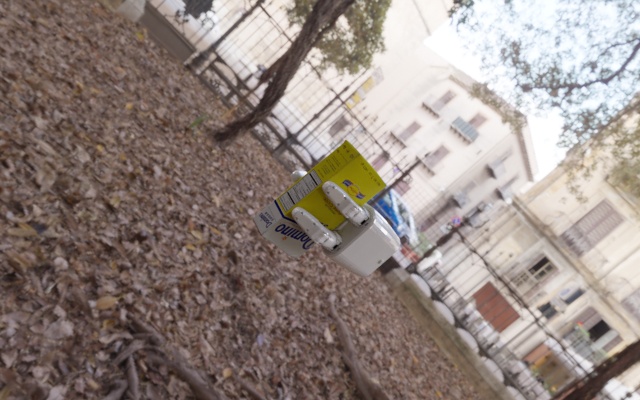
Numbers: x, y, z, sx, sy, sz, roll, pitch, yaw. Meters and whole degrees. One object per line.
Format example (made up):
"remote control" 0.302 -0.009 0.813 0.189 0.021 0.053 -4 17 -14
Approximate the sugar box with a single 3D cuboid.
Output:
"sugar box" 0.000 0.003 0.681 0.093 0.176 0.048 41 9 -47
